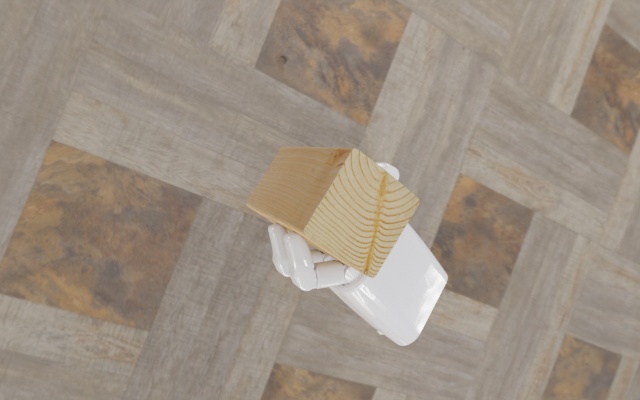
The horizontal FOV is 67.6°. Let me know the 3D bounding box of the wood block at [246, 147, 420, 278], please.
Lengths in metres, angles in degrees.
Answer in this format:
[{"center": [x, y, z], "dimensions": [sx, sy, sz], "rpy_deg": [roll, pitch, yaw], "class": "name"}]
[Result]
[{"center": [0.001, 0.002, 0.524], "dimensions": [0.090, 0.091, 0.206], "rpy_deg": [35, -8, -22], "class": "wood block"}]
